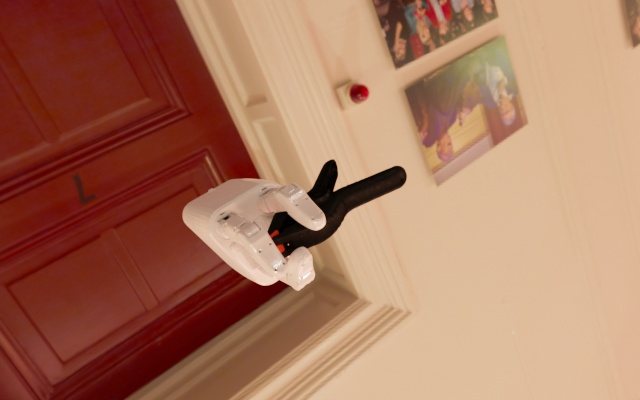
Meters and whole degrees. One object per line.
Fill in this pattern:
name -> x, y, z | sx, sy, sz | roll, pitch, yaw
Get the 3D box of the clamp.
clamp -> 0.000, 0.002, 0.531 | 0.171, 0.039, 0.120 | -32, 24, -26
